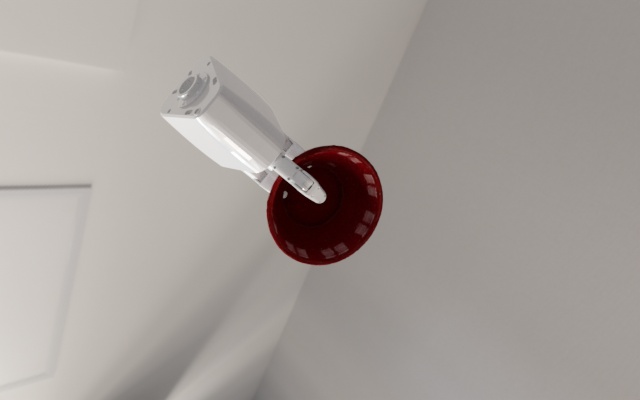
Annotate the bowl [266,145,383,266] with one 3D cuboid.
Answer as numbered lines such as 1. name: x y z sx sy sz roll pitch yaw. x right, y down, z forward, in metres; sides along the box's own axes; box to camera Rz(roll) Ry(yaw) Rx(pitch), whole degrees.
1. bowl: 0.001 0.003 0.638 0.162 0.162 0.055 0 16 -22
